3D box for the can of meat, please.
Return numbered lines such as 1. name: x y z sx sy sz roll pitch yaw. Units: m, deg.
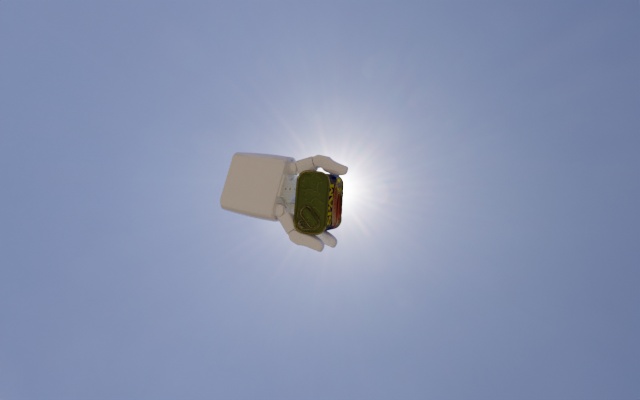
1. can of meat: 0.000 0.002 0.792 0.057 0.102 0.084 6 3 21
